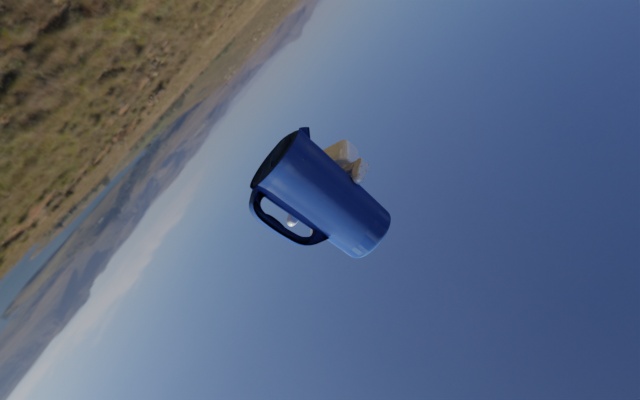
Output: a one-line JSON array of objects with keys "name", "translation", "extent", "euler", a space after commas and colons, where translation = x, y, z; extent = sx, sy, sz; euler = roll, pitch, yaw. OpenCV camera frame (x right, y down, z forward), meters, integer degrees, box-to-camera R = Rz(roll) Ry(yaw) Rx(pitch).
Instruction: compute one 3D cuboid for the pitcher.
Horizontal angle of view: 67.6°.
[{"name": "pitcher", "translation": [0.000, 0.003, 0.844], "extent": [0.243, 0.149, 0.145], "euler": [39, 23, -17]}]
